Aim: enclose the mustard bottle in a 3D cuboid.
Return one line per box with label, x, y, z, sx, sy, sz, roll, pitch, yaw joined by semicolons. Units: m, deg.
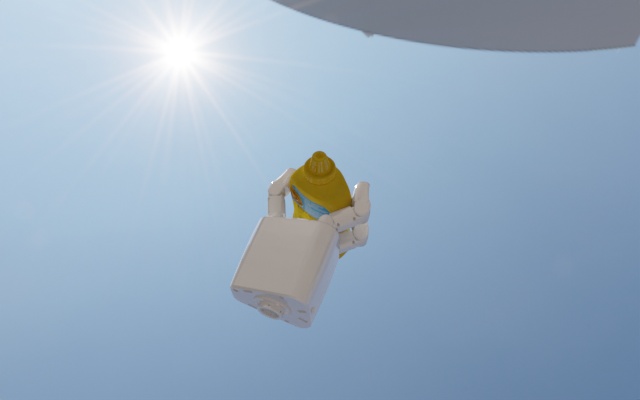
mustard bottle;0.000;0.002;0.659;0.096;0.058;0.192;37;-27;25
